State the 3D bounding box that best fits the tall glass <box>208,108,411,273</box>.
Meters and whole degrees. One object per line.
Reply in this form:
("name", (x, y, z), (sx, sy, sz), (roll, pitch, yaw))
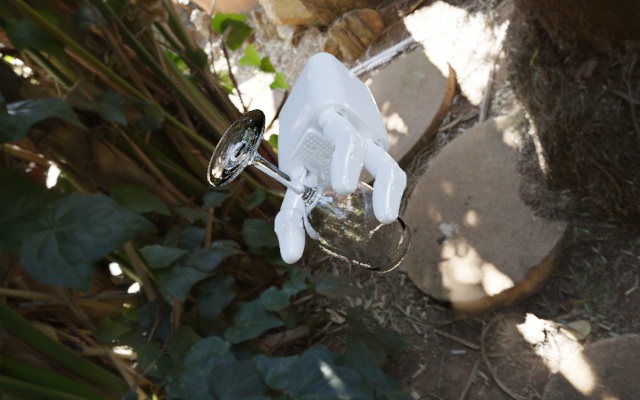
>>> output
("tall glass", (0.000, 0.001, 0.443), (0.201, 0.079, 0.079), (33, -20, -33))
